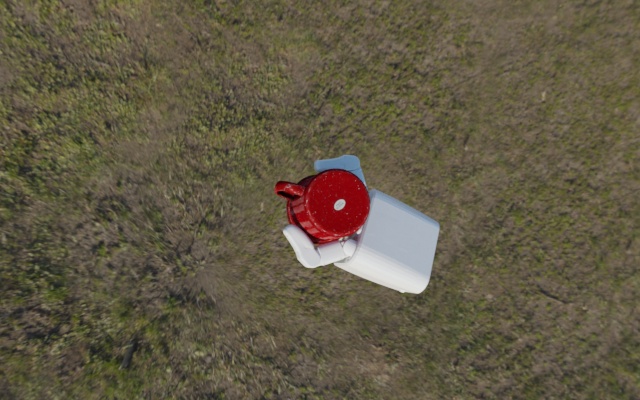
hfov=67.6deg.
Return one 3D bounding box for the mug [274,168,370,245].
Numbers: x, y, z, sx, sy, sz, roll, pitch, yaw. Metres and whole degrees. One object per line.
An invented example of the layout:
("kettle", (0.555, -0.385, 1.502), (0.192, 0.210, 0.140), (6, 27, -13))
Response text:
("mug", (-0.001, 0.001, 0.584), (0.117, 0.093, 0.081), (24, -13, -11))
